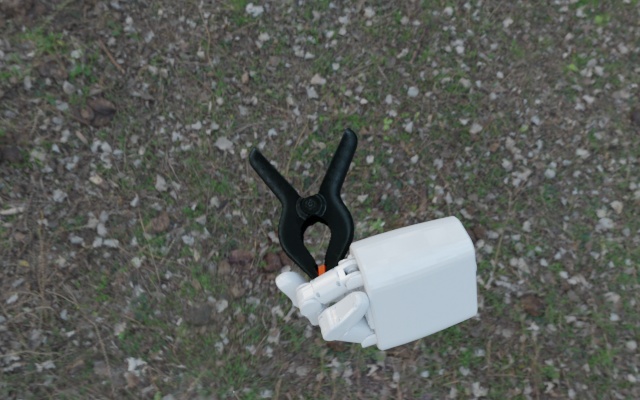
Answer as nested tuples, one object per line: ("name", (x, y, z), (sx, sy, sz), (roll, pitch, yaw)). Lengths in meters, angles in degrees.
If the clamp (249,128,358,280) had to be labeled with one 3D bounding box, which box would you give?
("clamp", (0.000, 0.002, 0.501), (0.120, 0.171, 0.039), (-21, -18, 7))
